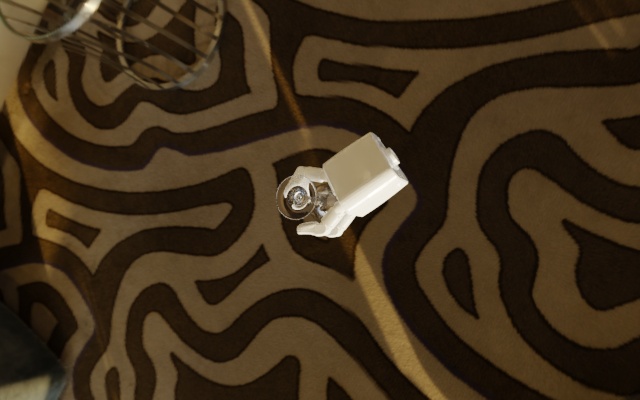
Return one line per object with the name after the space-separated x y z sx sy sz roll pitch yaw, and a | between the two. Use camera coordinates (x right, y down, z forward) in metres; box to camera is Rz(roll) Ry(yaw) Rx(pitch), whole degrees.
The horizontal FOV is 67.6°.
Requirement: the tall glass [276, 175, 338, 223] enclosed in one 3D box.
0.000 0.003 0.870 0.079 0.079 0.201 0 -5 24 | tall glass
